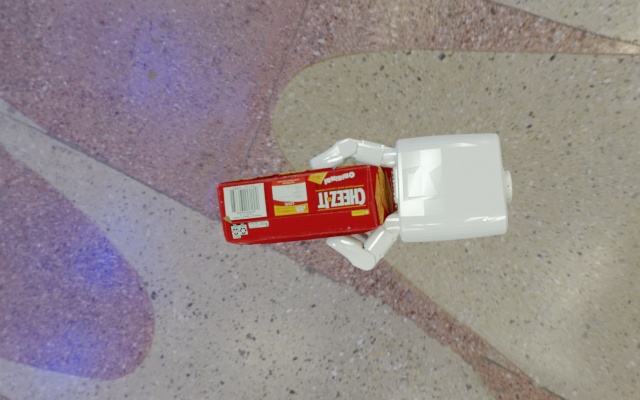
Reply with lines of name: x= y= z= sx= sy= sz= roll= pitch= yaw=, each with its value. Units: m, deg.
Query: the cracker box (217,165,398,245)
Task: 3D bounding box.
cracker box: x=0.000 y=0.002 z=0.573 sx=0.164 sy=0.072 sz=0.213 roll=-7 pitch=1 yaw=15
